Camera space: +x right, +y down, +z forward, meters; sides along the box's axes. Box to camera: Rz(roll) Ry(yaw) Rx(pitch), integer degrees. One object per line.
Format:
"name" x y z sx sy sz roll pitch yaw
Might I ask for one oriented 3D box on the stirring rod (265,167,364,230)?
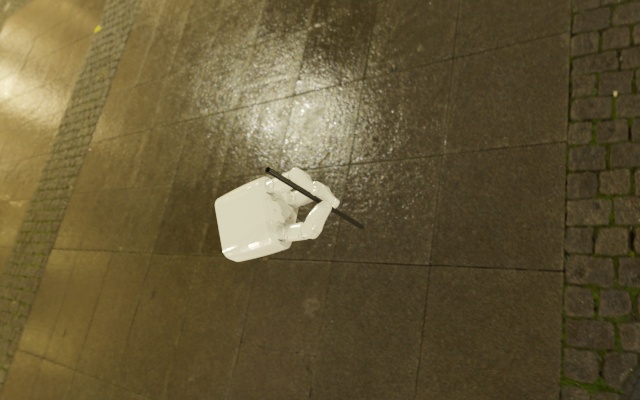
"stirring rod" 0.000 0.002 0.708 0.011 0.011 0.240 0 -21 38
